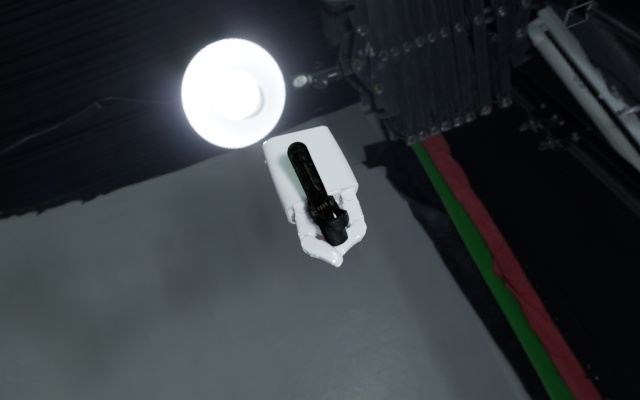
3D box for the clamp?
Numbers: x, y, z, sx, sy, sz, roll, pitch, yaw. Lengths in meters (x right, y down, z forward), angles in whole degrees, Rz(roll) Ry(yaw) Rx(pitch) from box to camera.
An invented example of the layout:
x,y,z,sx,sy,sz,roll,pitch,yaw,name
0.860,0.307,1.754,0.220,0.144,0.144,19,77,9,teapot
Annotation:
x,y,z,sx,sy,sz,roll,pitch,yaw,name
0.001,0.002,0.595,0.039,0.120,0.171,-22,-18,-6,clamp
